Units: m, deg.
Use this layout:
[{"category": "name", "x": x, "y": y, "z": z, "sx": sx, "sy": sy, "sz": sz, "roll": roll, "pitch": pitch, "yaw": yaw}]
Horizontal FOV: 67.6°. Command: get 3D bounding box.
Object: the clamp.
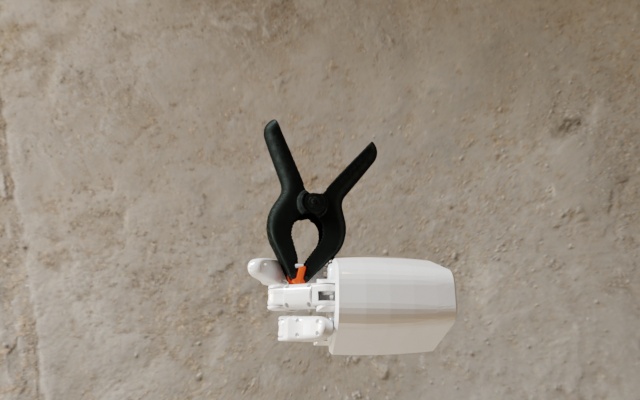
[{"category": "clamp", "x": 0.000, "y": 0.002, "z": 0.482, "sx": 0.120, "sy": 0.171, "sz": 0.039, "roll": 2, "pitch": -14, "yaw": -4}]
